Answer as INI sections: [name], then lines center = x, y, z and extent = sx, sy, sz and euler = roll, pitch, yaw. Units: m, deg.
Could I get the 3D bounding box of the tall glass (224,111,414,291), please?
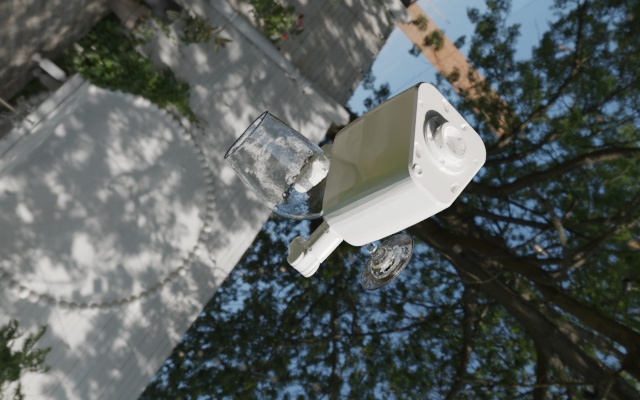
[tall glass]
center = 0.000, 0.002, 0.478
extent = 0.201, 0.079, 0.079
euler = 42, -15, -17
